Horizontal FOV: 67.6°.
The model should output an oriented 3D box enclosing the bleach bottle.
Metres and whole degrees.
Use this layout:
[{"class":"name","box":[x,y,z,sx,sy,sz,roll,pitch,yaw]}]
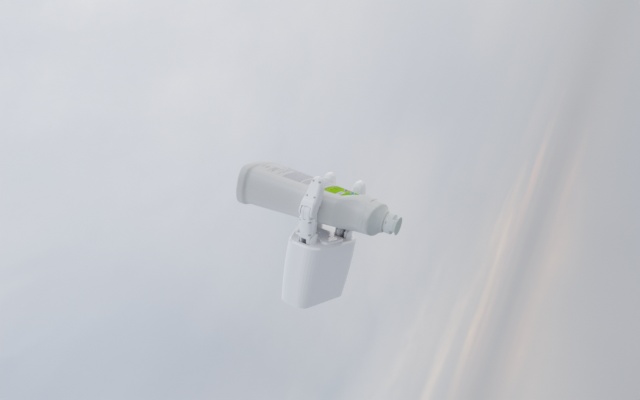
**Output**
[{"class":"bleach bottle","box":[0.000,0.002,0.732,0.251,0.068,0.102,19,19,24]}]
